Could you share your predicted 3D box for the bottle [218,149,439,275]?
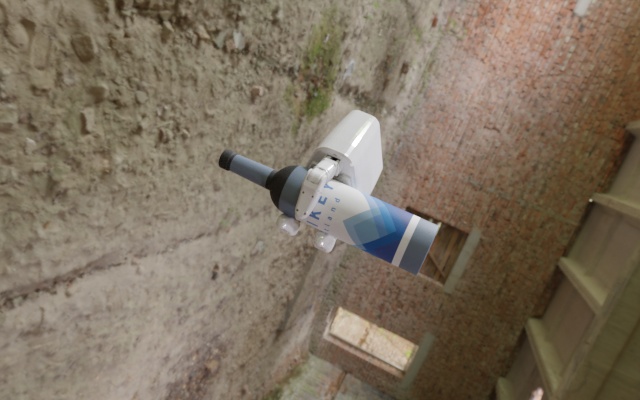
[{"bbox_3d":[0.000,0.002,0.613,0.295,0.069,0.069,24,6,13],"label":"bottle"}]
